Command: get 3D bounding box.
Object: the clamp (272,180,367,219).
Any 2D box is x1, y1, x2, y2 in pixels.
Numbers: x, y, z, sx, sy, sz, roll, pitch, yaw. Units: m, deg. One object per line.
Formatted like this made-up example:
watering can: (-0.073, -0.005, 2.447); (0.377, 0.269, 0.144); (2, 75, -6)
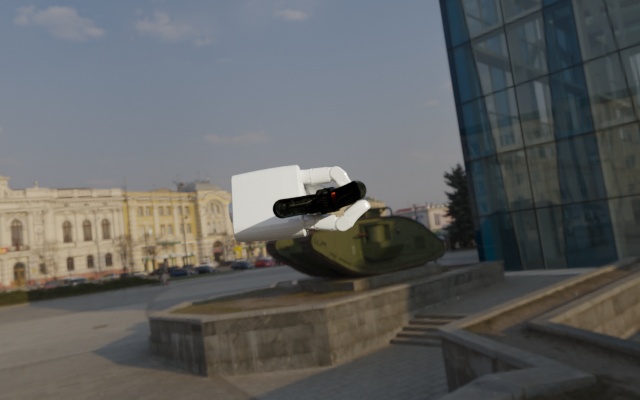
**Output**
clamp: (0.000, 0.002, 0.661); (0.120, 0.039, 0.171); (-8, -5, 2)
